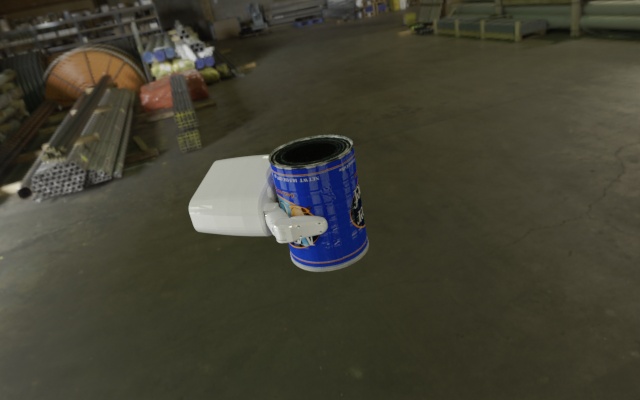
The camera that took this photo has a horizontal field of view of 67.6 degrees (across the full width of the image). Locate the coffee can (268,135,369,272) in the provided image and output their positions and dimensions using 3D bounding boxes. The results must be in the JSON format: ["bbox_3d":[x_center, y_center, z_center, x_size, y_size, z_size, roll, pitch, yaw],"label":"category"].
[{"bbox_3d":[0.000,0.002,0.592,0.103,0.140,0.102,-9,25,4],"label":"coffee can"}]
